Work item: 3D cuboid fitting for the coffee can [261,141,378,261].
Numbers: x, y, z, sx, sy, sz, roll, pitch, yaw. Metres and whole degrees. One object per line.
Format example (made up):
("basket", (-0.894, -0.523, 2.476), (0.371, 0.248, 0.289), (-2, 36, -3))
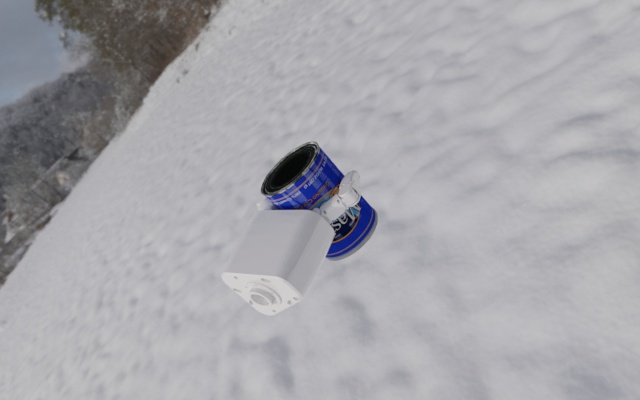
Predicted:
("coffee can", (0.000, 0.002, 0.674), (0.140, 0.102, 0.103), (47, -25, -25))
